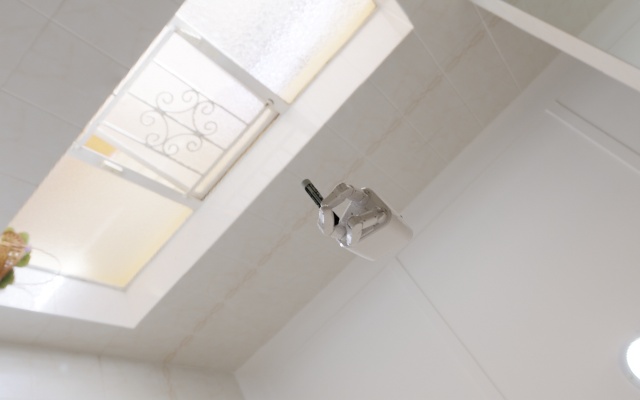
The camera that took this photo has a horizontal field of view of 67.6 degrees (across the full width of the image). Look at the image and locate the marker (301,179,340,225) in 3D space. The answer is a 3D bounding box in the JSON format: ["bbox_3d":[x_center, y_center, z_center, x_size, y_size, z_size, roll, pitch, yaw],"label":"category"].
[{"bbox_3d":[0.000,0.003,0.862,0.020,0.020,0.121,0,37,-37],"label":"marker"}]
